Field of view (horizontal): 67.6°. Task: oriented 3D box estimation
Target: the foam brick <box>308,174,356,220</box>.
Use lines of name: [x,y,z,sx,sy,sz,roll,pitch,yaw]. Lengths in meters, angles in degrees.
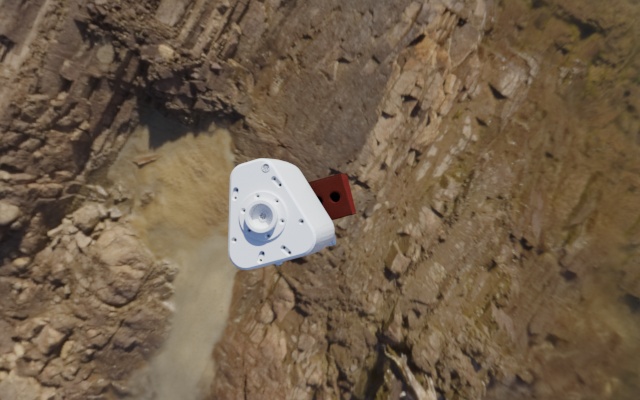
foam brick: [0.000,0.002,0.594,0.078,0.053,0.051,-16,-3,9]
